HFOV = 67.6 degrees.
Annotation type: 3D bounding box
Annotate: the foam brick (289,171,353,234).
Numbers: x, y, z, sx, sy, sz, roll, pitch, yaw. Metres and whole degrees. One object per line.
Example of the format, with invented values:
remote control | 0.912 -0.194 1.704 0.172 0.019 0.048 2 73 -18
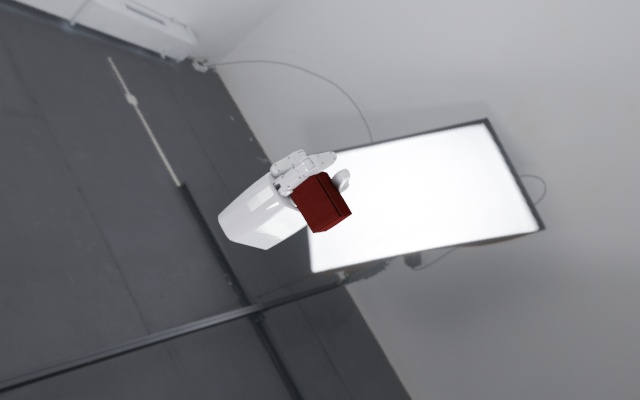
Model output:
foam brick | 0.000 0.002 0.687 0.051 0.078 0.053 -35 -13 19
